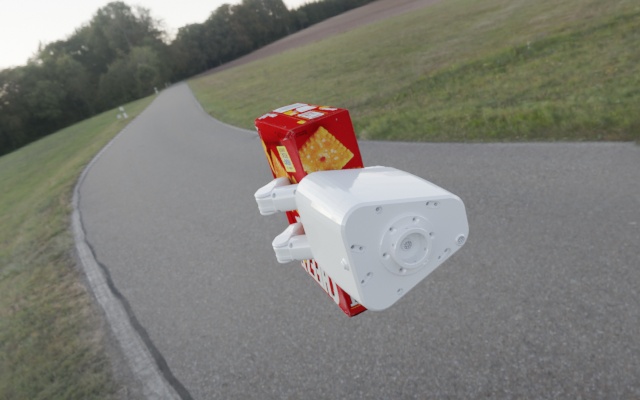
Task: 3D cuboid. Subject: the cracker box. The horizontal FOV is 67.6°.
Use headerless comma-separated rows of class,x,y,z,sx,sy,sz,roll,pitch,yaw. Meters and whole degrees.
cracker box,0.000,0.002,0.549,0.072,0.214,0.164,-22,20,-14
